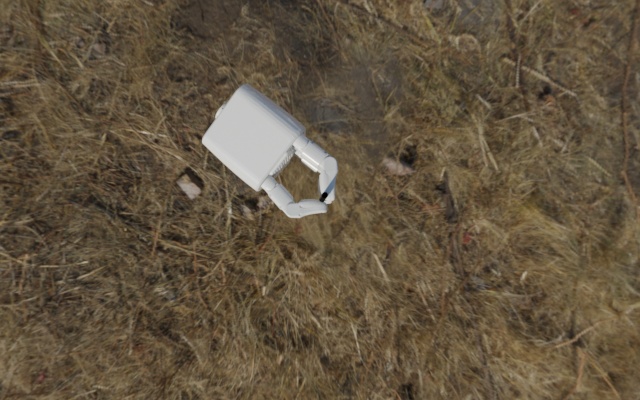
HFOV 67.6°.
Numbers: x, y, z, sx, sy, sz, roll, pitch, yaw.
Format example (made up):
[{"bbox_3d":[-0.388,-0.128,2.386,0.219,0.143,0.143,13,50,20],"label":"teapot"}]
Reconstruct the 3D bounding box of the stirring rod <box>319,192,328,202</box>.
[{"bbox_3d":[0.000,0.002,0.721,0.011,0.011,0.239,0,-4,-3],"label":"stirring rod"}]
